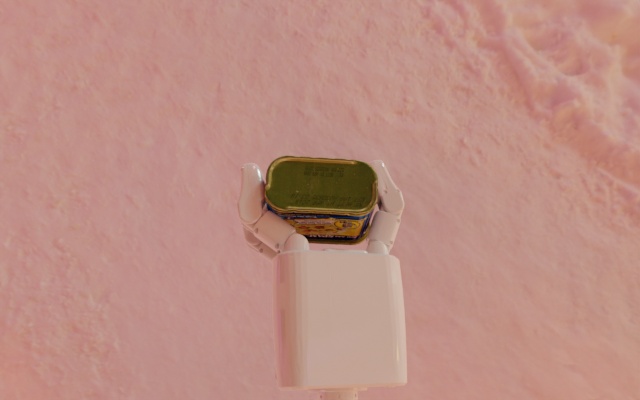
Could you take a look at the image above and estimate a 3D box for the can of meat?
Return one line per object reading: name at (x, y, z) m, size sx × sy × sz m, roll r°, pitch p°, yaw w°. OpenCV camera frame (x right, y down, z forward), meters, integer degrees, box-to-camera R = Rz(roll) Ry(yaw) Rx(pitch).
can of meat at (0.000, 0.001, 0.441) m, size 0.102 × 0.057 × 0.084 m, roll 2°, pitch -21°, yaw 0°
